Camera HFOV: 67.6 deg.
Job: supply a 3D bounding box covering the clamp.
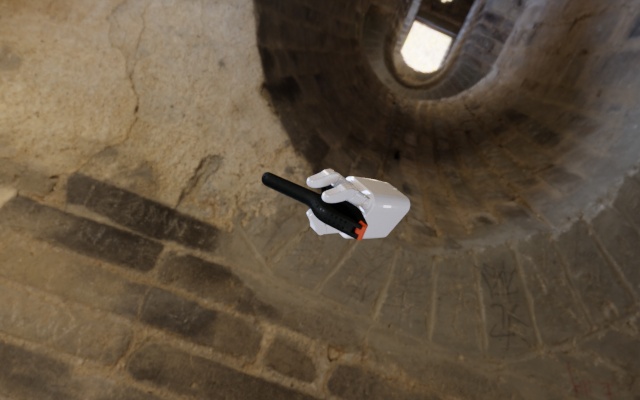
[{"bbox_3d":[0.000,0.004,0.852,0.164,0.036,0.210,3,28,-37],"label":"clamp"}]
